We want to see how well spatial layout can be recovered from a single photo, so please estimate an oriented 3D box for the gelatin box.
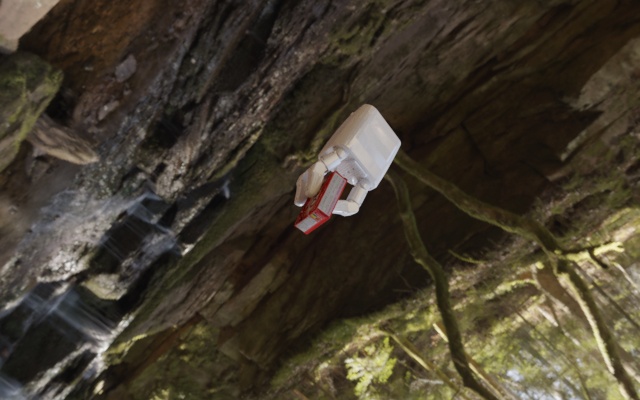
[{"bbox_3d":[0.000,0.003,0.771,0.030,0.089,0.073,36,-38,-14],"label":"gelatin box"}]
